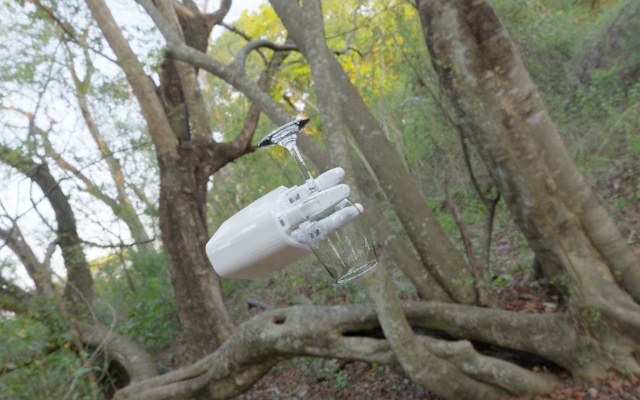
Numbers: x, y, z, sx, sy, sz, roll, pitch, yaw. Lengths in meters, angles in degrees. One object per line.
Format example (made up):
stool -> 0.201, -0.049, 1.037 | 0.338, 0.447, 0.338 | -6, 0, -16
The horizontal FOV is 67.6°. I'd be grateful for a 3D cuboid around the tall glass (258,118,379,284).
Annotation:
tall glass -> 0.000, 0.001, 0.602 | 0.079, 0.201, 0.079 | -28, -3, -2
